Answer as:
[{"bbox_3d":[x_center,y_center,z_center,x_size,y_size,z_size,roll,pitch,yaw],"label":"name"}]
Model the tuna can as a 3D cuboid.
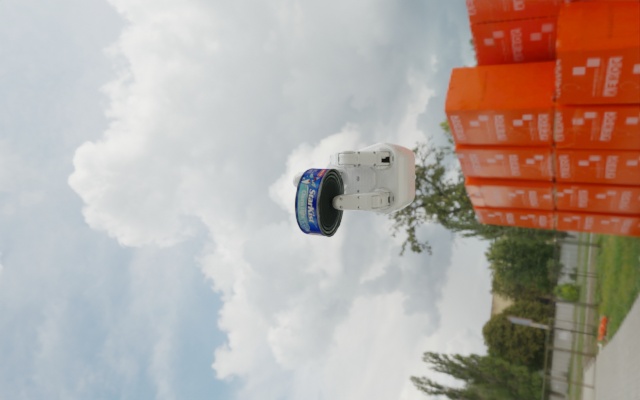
[{"bbox_3d":[0.000,0.002,0.599,0.034,0.086,0.086,4,2,23],"label":"tuna can"}]
